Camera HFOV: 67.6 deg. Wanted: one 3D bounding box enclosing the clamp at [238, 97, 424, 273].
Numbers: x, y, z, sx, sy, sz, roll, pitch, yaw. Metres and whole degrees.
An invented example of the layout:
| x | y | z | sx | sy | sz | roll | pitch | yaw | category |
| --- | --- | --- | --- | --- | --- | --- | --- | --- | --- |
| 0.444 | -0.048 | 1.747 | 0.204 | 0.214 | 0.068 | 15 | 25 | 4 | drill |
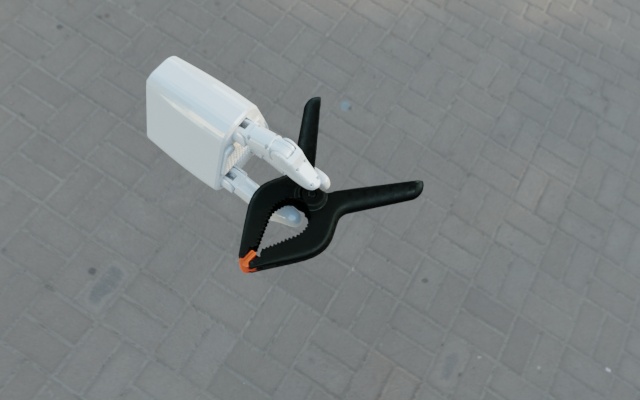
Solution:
| x | y | z | sx | sy | sz | roll | pitch | yaw | category |
| --- | --- | --- | --- | --- | --- | --- | --- | --- | --- |
| 0.000 | 0.002 | 0.503 | 0.164 | 0.210 | 0.036 | 34 | -22 | 8 | clamp |
